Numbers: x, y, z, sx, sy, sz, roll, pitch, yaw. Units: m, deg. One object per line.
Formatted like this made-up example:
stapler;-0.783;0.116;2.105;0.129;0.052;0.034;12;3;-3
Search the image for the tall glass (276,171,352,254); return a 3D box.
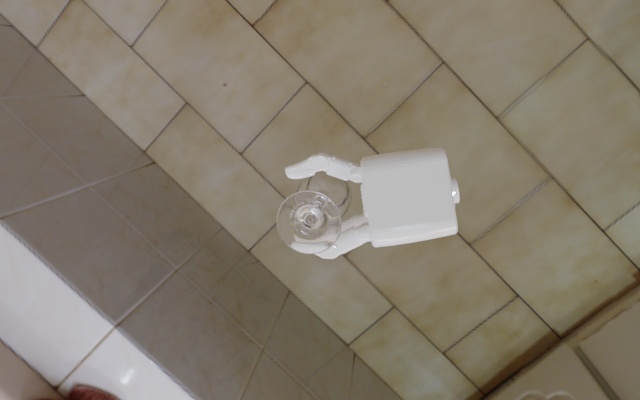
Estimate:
tall glass;0.000;0.002;0.630;0.079;0.079;0.201;0;14;7
